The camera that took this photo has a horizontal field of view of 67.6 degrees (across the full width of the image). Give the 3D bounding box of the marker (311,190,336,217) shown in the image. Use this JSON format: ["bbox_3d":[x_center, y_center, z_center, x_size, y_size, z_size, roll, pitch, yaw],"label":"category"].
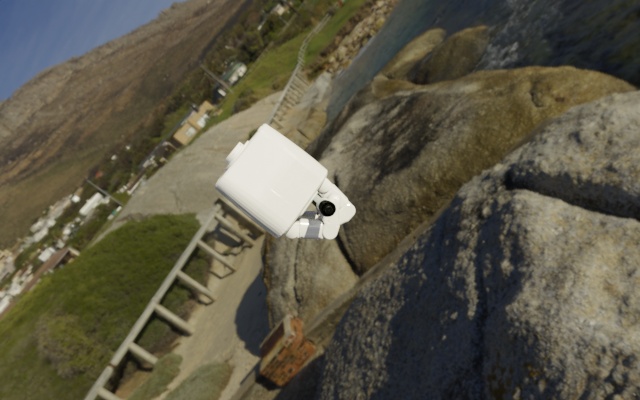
[{"bbox_3d":[0.000,0.002,0.607,0.020,0.020,0.121,0,9,-9],"label":"marker"}]
